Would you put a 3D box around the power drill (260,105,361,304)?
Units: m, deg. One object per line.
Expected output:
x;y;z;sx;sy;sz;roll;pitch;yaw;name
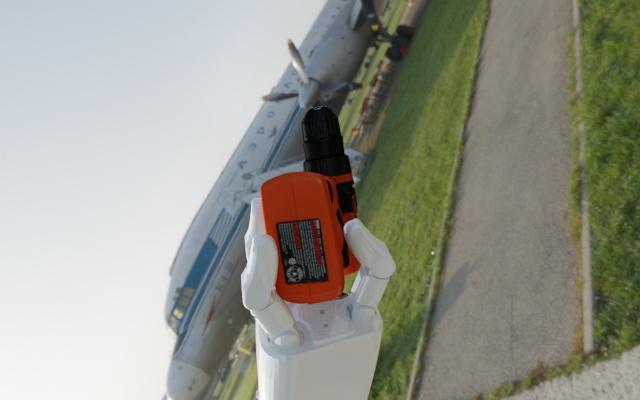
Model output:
0.000;0.002;0.447;0.057;0.184;0.187;-9;7;13;power drill
